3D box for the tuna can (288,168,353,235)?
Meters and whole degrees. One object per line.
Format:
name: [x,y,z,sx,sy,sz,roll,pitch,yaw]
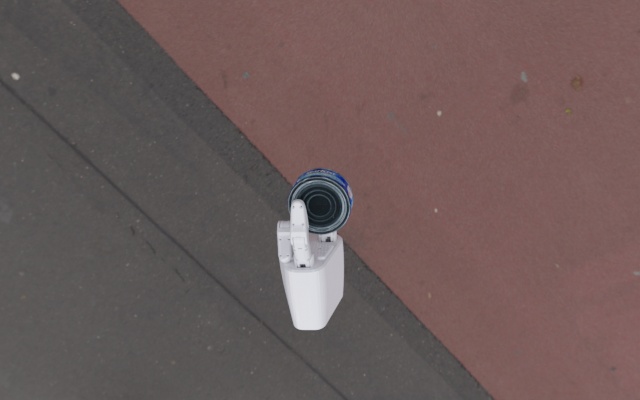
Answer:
tuna can: [0.000,0.002,0.637,0.086,0.086,0.033,0,22,9]
